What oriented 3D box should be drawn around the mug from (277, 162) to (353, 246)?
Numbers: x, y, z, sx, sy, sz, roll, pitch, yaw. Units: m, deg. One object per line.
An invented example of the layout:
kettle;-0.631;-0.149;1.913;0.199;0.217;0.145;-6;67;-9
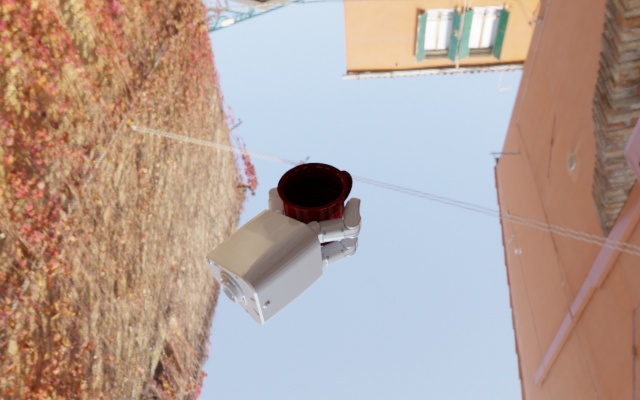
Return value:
mug;0.001;0.001;0.655;0.093;0.082;0.117;32;55;32
